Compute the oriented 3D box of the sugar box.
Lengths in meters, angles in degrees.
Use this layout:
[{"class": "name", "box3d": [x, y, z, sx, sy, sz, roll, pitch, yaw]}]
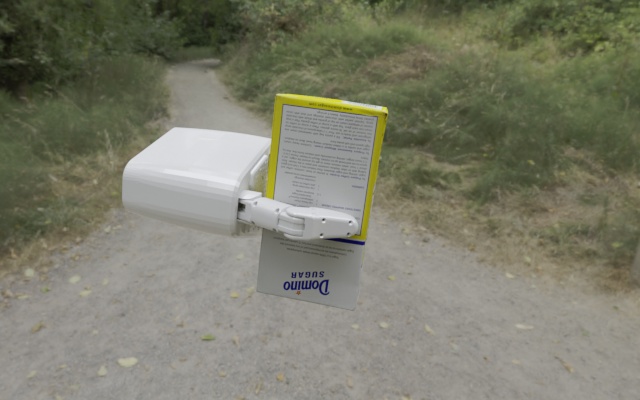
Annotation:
[{"class": "sugar box", "box3d": [0.000, 0.001, 0.419, 0.093, 0.176, 0.048, 10, 17, 8]}]
